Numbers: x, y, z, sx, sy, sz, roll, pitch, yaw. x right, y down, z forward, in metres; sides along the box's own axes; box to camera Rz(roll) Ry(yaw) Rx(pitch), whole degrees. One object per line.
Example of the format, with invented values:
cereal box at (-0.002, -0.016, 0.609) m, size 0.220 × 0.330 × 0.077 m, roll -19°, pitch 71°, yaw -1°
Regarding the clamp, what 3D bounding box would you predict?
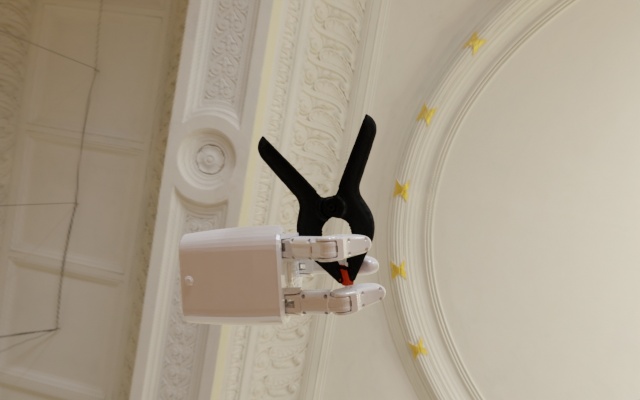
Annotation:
clamp at (0.000, 0.002, 0.486) m, size 0.120 × 0.171 × 0.039 m, roll -3°, pitch 1°, yaw 8°
